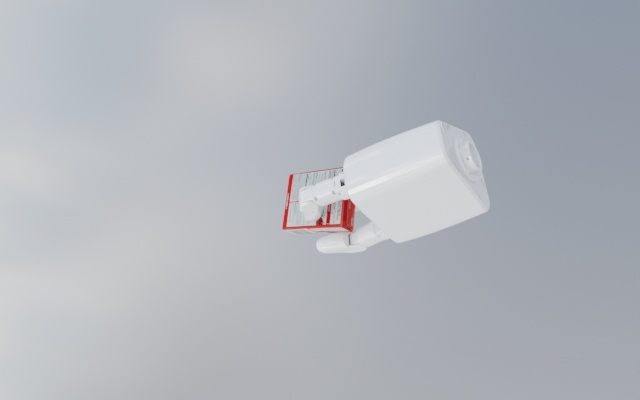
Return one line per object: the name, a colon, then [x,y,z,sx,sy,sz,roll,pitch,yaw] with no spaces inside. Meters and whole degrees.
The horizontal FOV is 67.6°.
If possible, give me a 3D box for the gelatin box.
gelatin box: [0.000,0.002,0.577,0.089,0.073,0.030,-5,-20,33]
